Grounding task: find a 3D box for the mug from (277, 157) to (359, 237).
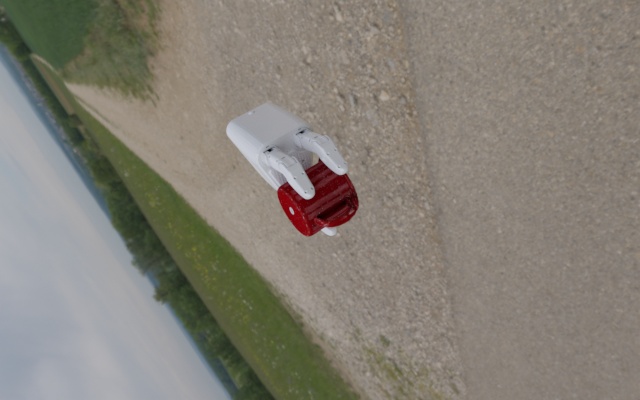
[{"bbox_3d":[0.001,0.003,0.656,0.081,0.093,0.117,-33,42,-18],"label":"mug"}]
